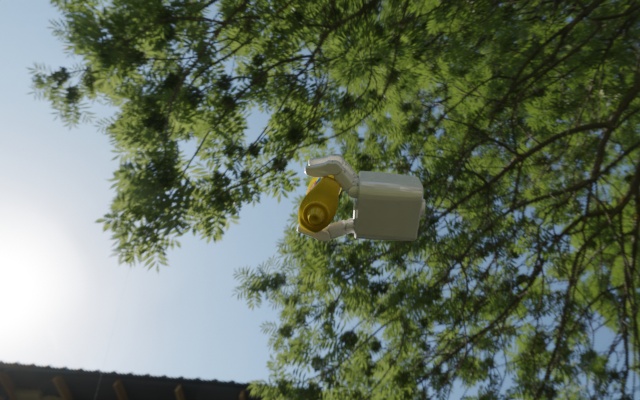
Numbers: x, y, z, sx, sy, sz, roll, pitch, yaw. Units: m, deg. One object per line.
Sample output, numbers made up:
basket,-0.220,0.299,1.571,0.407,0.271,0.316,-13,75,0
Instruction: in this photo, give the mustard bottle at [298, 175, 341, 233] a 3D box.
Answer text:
mustard bottle,0.000,0.002,0.803,0.058,0.096,0.191,28,17,-3
